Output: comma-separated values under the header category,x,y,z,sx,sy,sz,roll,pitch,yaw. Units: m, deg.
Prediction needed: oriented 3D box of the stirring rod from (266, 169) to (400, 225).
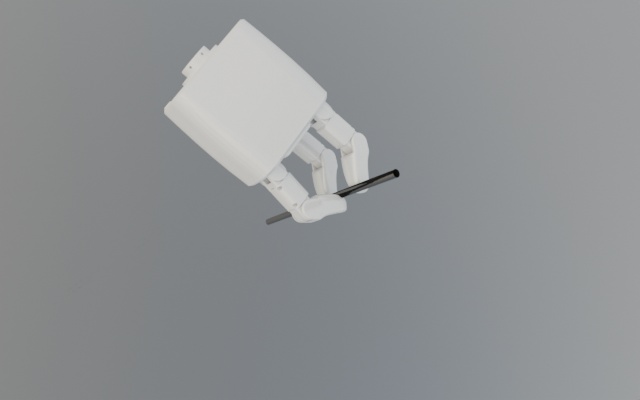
category,x,y,z,sx,sy,sz,roll,pitch,yaw
stirring rod,0.000,0.002,0.520,0.011,0.011,0.239,0,-12,-35
